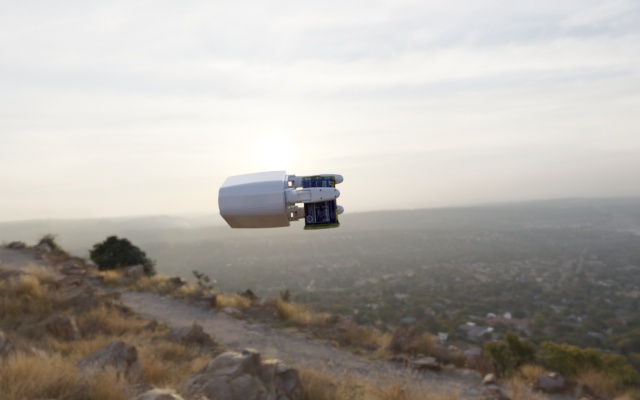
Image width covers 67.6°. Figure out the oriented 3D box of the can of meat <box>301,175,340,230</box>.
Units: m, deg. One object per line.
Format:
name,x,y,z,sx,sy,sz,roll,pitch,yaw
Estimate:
can of meat,0.000,0.002,0.789,0.057,0.084,0.102,-5,0,4
